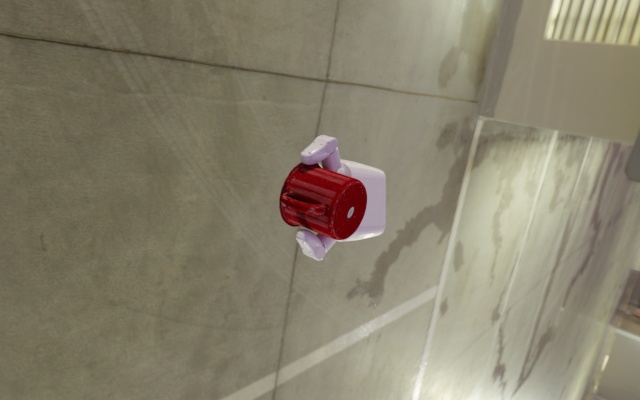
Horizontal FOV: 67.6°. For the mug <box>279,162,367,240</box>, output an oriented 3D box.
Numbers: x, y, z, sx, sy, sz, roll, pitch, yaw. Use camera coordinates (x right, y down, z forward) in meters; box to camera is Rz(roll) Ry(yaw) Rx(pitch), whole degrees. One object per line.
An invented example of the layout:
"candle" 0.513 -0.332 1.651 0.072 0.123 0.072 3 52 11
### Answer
"mug" -0.001 0.002 0.609 0.081 0.093 0.117 20 11 34
